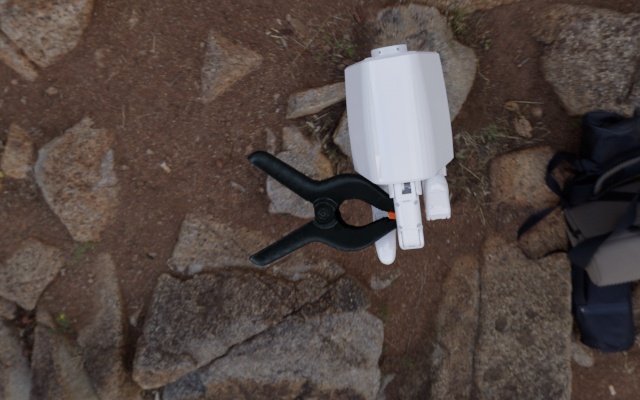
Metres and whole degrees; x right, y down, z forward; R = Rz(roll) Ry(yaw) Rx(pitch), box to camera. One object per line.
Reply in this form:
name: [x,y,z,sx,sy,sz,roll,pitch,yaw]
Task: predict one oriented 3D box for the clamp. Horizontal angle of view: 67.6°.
clamp: [0.000,0.002,0.485,0.171,0.120,0.039,-7,12,11]
